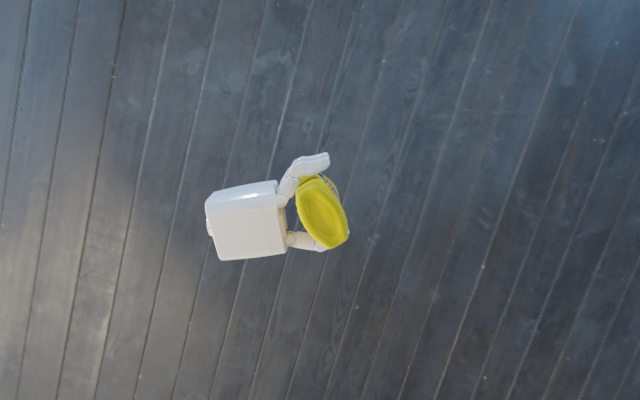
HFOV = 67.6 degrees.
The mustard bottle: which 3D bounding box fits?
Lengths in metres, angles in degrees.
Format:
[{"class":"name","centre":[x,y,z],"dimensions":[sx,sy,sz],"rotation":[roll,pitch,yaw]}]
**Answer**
[{"class":"mustard bottle","centre":[0.000,0.002,0.736],"dimensions":[0.058,0.096,0.191],"rotation":[-32,12,5]}]
